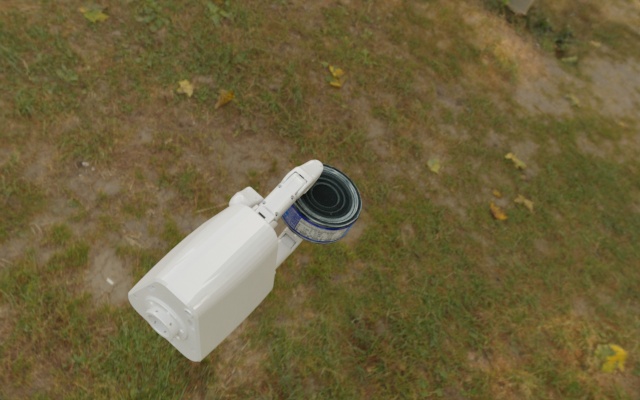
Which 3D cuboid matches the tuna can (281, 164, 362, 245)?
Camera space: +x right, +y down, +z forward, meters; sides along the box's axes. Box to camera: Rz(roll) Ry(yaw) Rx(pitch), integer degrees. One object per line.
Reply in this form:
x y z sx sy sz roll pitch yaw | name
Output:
0.000 0.001 0.509 0.086 0.086 0.034 0 -35 -27 | tuna can
